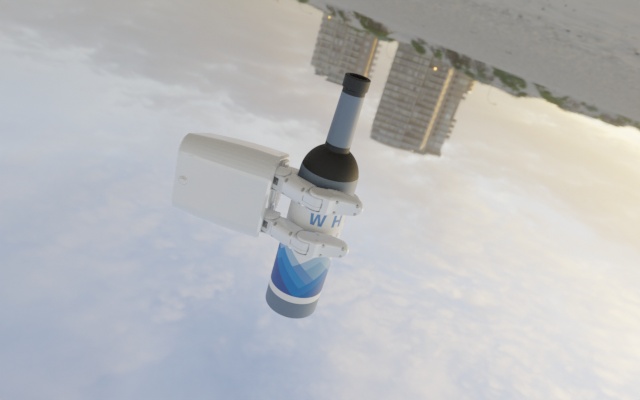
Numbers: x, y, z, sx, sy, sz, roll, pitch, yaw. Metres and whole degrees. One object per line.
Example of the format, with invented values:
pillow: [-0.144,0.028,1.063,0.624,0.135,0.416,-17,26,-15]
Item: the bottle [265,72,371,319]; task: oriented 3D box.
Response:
bottle: [0.000,0.002,0.546,0.069,0.296,0.069,13,26,-7]
